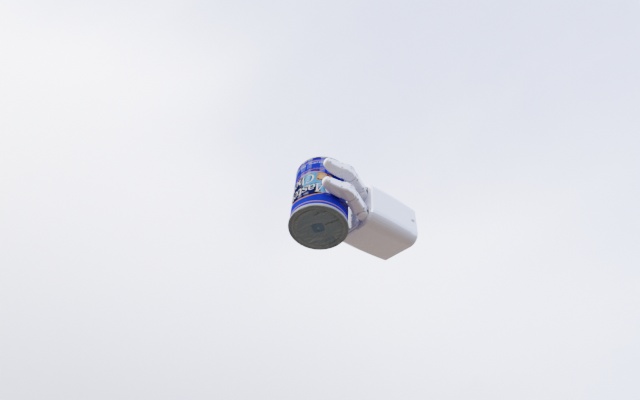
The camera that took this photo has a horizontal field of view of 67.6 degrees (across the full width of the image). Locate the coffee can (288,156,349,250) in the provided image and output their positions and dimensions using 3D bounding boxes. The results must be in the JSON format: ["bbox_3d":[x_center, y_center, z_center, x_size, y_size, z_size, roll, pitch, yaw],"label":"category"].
[{"bbox_3d":[0.000,0.003,0.851,0.103,0.103,0.140,0,40,4],"label":"coffee can"}]
